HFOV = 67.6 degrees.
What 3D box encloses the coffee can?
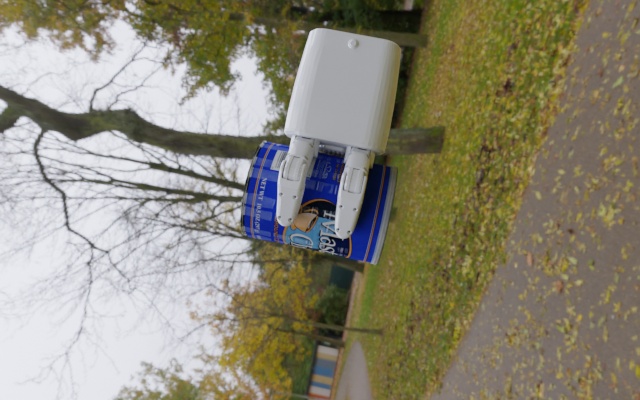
[{"bbox_3d":[0.000,0.002,0.494,0.140,0.103,0.103,12,1,4],"label":"coffee can"}]
